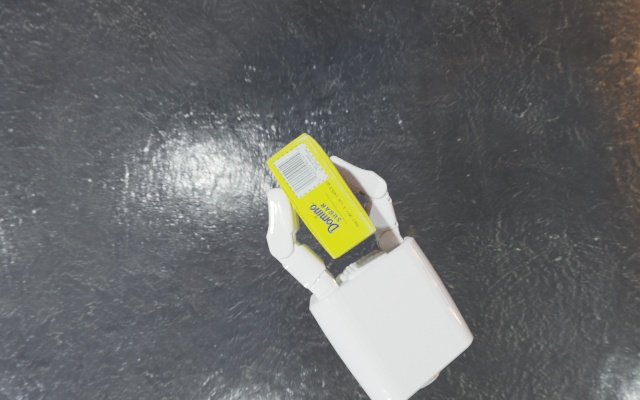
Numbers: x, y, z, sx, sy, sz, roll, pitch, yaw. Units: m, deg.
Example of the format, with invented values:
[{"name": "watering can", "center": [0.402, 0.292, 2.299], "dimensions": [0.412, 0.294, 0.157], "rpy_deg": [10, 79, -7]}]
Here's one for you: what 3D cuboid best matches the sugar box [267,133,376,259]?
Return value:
[{"name": "sugar box", "center": [0.000, 0.002, 0.443], "dimensions": [0.048, 0.093, 0.176], "rpy_deg": [-34, -3, -4]}]
